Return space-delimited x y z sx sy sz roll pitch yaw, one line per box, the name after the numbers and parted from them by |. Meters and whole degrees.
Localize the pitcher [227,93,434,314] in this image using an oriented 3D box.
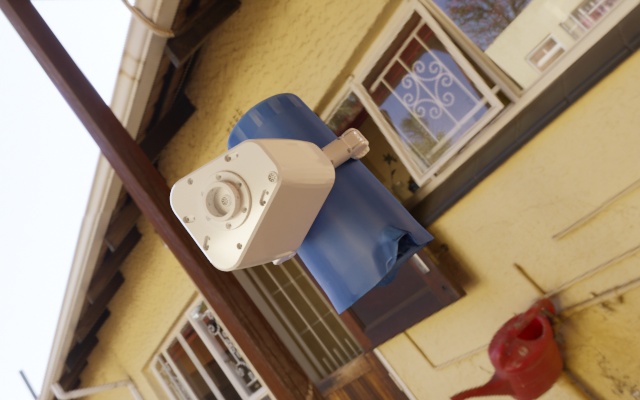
0.000 0.002 0.557 0.149 0.242 0.145 -44 -13 20 | pitcher
